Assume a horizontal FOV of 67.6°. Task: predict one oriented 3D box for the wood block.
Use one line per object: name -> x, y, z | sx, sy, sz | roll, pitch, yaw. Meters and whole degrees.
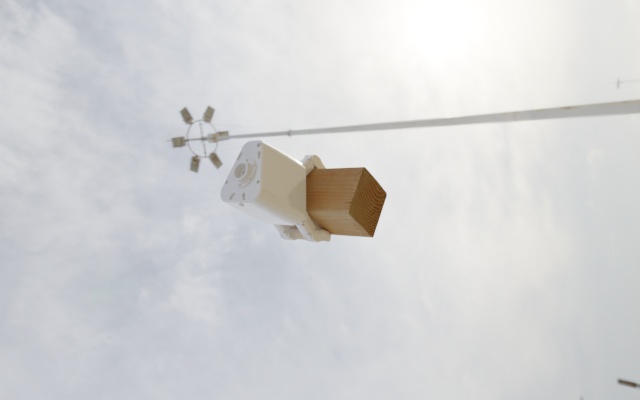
wood block -> 0.000, 0.002, 0.850 | 0.206, 0.090, 0.090 | 1, -30, 39
